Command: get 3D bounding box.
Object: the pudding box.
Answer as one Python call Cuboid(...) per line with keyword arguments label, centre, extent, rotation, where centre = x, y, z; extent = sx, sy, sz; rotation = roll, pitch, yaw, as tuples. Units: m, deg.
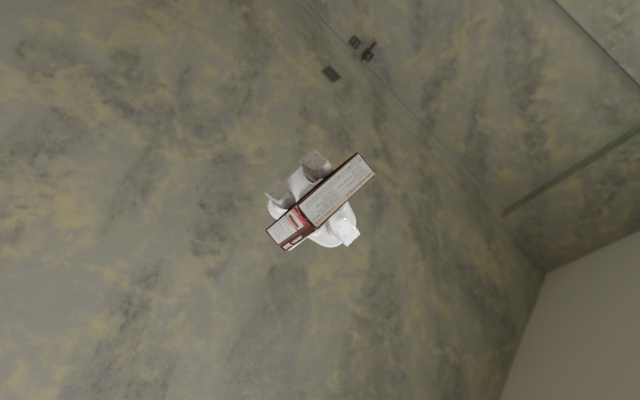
Cuboid(label="pudding box", centre=(0.000, 0.002, 0.545), extent=(0.113, 0.039, 0.090), rotation=(-44, 3, -34))
